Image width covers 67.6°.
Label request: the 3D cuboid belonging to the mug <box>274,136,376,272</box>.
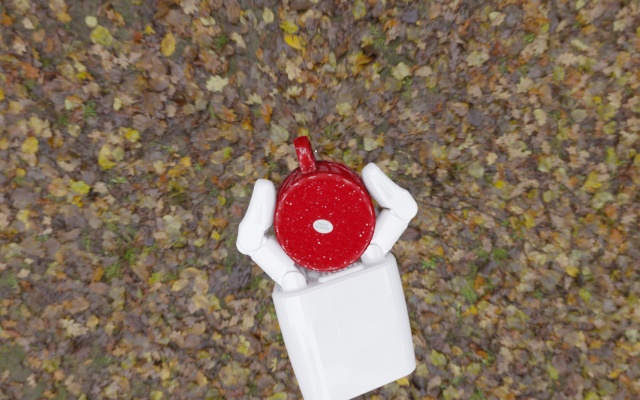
[{"bbox_3d":[0.000,0.000,0.410,0.093,0.117,0.081,-14,7,1],"label":"mug"}]
